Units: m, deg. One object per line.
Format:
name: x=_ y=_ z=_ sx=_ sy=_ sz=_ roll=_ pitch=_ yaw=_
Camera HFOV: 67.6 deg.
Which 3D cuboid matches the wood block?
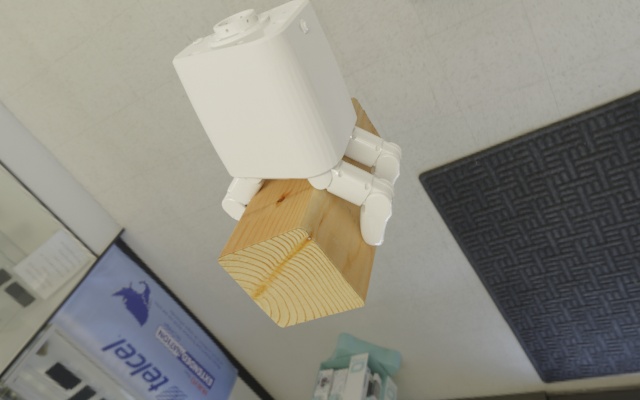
wood block: x=0.000 y=0.001 z=0.449 sx=0.091 sy=0.090 sz=0.206 roll=-22 pitch=28 yaw=31
